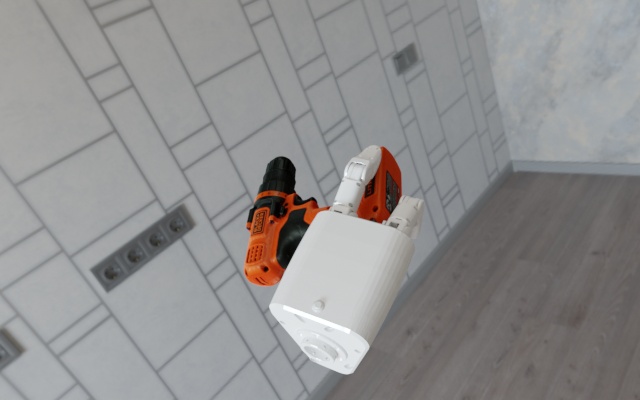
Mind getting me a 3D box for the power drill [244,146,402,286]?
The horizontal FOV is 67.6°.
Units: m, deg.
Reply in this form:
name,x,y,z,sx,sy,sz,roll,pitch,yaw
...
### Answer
name,x,y,z,sx,sy,sz,roll,pitch,yaw
power drill,0.000,0.002,0.558,0.188,0.184,0.057,-17,-41,28
